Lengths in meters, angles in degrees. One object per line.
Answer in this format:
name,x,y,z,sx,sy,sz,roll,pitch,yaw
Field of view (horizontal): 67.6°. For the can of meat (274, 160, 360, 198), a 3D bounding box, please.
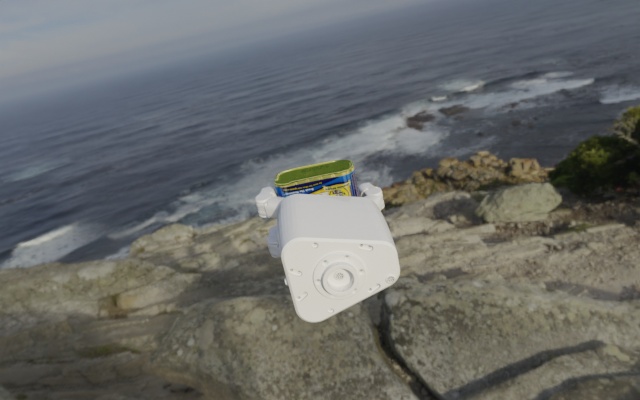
can of meat,0.000,0.002,0.582,0.102,0.084,0.057,-12,22,3
